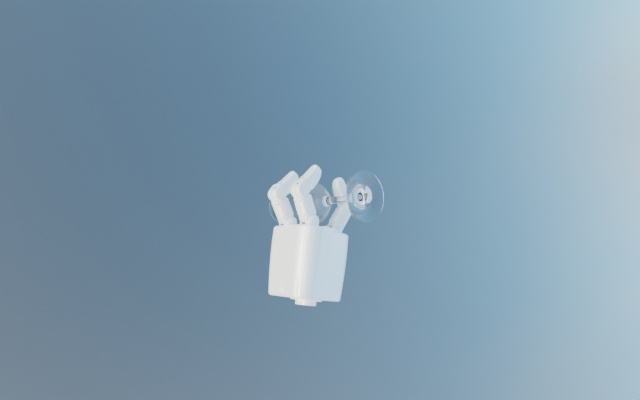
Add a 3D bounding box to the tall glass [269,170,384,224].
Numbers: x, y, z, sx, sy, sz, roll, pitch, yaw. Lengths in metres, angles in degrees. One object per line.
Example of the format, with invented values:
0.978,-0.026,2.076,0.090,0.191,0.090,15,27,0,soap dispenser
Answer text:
0.001,0.002,0.745,0.079,0.079,0.201,0,-4,-39,tall glass
